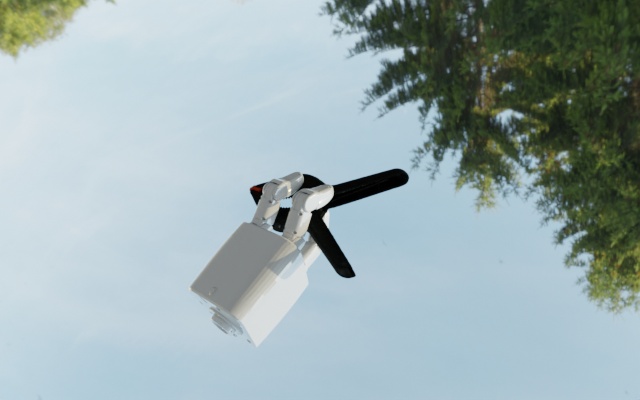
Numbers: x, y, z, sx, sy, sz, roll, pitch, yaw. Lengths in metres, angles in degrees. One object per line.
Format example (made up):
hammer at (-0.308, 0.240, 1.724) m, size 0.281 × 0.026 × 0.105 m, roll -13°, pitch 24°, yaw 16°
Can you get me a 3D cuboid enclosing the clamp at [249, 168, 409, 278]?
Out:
clamp at (0.000, 0.003, 0.615) m, size 0.210 × 0.036 × 0.164 m, roll 18°, pitch 56°, yaw 37°
